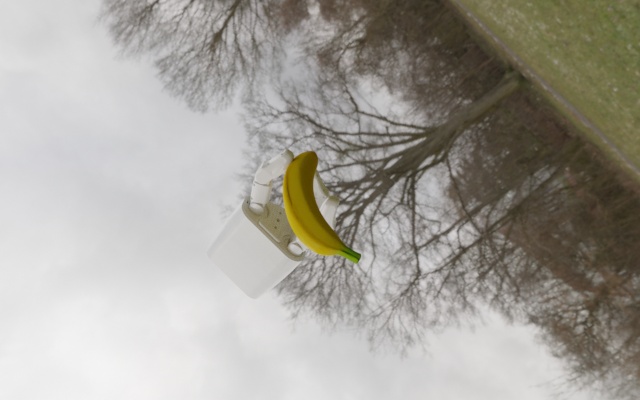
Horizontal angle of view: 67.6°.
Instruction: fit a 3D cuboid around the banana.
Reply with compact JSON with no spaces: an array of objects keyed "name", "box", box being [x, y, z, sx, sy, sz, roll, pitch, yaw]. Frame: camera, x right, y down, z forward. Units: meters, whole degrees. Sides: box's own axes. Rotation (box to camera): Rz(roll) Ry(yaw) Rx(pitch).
[{"name":"banana","box":[-0.014,-0.001,0.573,0.069,0.197,0.037,18,-55,-33]}]
